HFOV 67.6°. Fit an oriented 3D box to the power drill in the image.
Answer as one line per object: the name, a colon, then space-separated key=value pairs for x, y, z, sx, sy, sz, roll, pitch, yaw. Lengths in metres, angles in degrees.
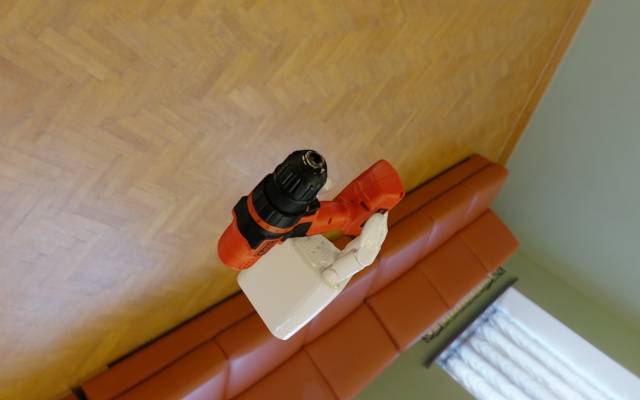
power drill: x=0.000 y=0.002 z=0.500 sx=0.187 sy=0.057 sz=0.184 roll=-10 pitch=-23 yaw=-40
